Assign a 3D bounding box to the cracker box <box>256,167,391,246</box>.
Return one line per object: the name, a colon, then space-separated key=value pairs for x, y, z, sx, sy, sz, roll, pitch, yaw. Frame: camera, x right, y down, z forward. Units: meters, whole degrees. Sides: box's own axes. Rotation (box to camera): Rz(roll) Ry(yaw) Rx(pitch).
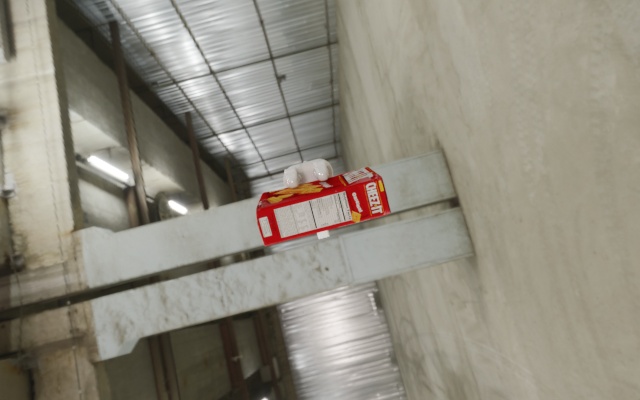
cracker box: x=0.000 y=0.003 z=0.838 sx=0.214 sy=0.072 sz=0.164 roll=-15 pitch=10 yaw=0
